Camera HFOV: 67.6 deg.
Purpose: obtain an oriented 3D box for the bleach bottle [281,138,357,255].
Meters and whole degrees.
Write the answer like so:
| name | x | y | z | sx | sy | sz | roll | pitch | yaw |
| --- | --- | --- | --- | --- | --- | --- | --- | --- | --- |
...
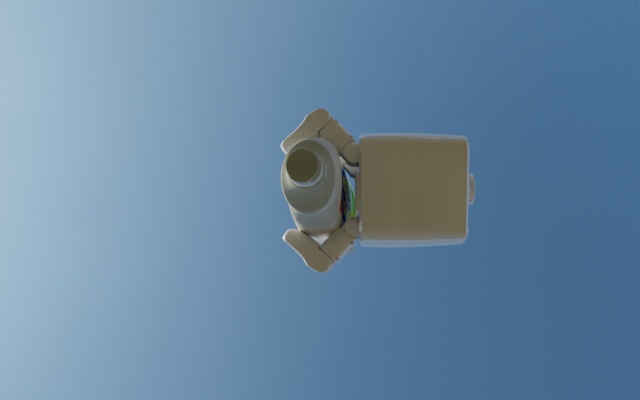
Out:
| name | x | y | z | sx | sy | sz | roll | pitch | yaw |
| --- | --- | --- | --- | --- | --- | --- | --- | --- | --- |
| bleach bottle | 0.000 | 0.002 | 0.513 | 0.068 | 0.102 | 0.251 | 0 | -10 | 7 |
